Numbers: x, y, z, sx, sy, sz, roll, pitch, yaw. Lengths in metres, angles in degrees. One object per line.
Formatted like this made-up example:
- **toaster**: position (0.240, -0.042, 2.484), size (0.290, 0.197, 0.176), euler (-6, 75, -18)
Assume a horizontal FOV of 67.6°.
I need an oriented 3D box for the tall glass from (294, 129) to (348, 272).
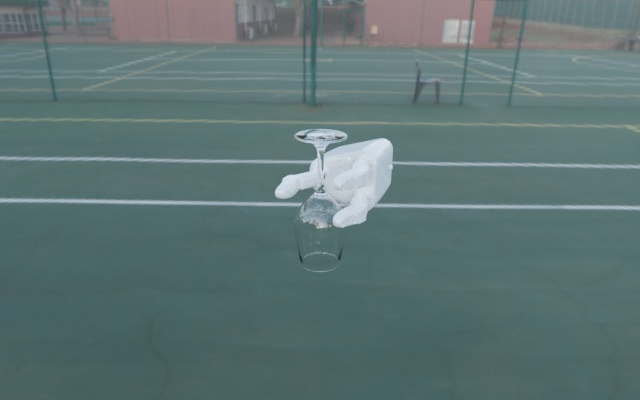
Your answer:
- **tall glass**: position (0.000, 0.002, 0.697), size (0.079, 0.201, 0.079), euler (1, 22, 0)
